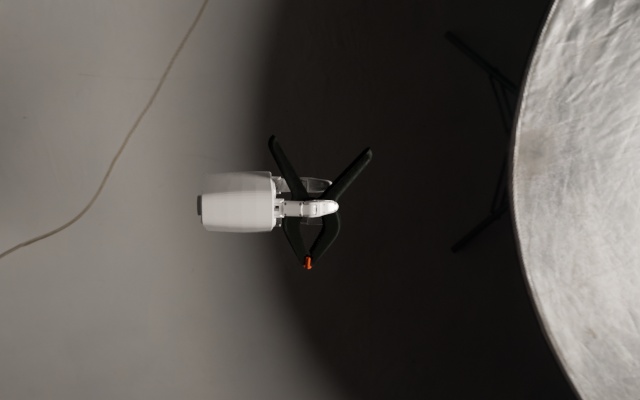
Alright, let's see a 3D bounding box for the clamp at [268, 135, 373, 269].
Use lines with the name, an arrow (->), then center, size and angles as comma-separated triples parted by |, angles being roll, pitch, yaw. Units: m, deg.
clamp -> 0.000, 0.003, 0.755 | 0.164, 0.210, 0.036 | 0, 8, -7
